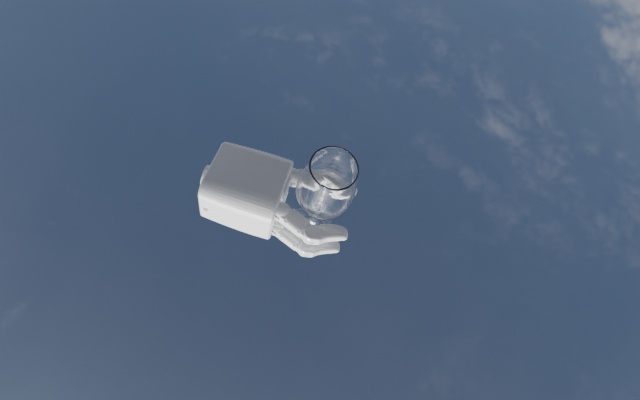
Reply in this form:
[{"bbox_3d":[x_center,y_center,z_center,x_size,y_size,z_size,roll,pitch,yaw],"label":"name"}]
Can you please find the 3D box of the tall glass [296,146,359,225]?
[{"bbox_3d":[0.000,0.002,0.663,0.079,0.079,0.201,0,-25,-11],"label":"tall glass"}]
